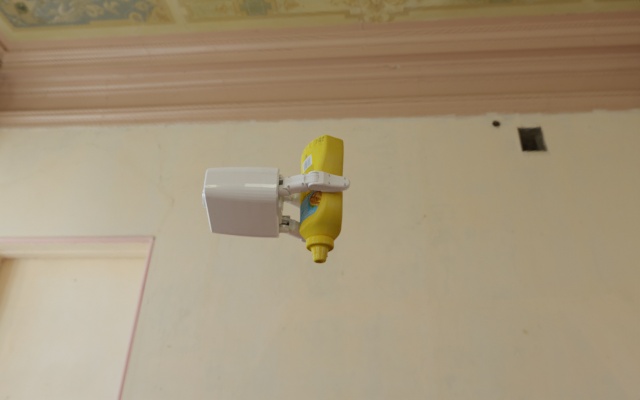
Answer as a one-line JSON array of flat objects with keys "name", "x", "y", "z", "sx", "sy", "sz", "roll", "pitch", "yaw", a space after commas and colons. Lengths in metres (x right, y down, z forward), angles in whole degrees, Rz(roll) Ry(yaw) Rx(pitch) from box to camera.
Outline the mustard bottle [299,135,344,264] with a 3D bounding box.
[{"name": "mustard bottle", "x": 0.000, "y": 0.002, "z": 0.725, "sx": 0.058, "sy": 0.191, "sz": 0.096, "roll": 14, "pitch": -30, "yaw": -23}]
